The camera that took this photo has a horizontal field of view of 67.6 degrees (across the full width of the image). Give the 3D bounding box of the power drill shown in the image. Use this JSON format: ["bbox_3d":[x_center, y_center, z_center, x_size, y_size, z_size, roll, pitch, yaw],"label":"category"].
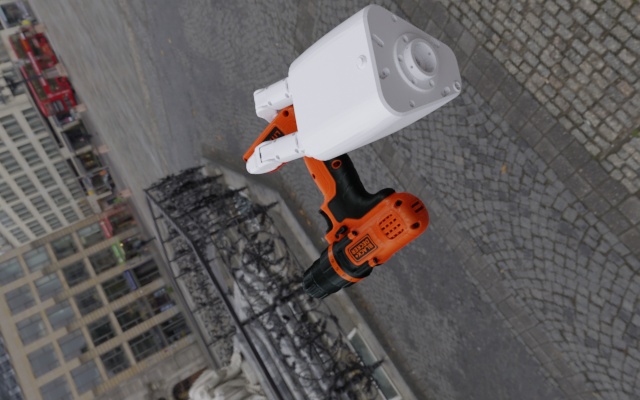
[{"bbox_3d":[0.000,0.001,0.516,0.184,0.187,0.057,-42,-8,36],"label":"power drill"}]
